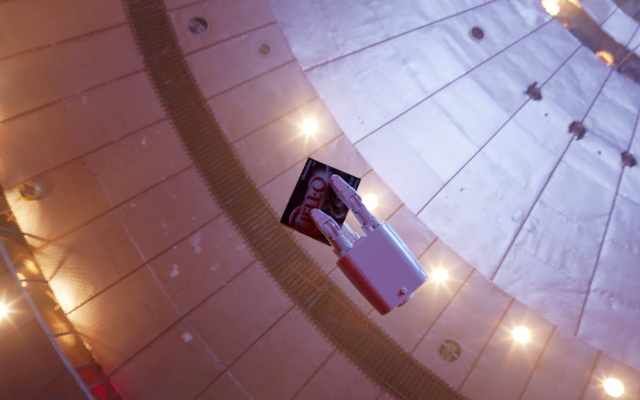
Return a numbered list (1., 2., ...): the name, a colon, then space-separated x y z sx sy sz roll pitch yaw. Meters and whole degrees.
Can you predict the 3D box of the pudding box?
1. pudding box: 0.000 0.002 0.735 0.090 0.113 0.039 23 -11 2
